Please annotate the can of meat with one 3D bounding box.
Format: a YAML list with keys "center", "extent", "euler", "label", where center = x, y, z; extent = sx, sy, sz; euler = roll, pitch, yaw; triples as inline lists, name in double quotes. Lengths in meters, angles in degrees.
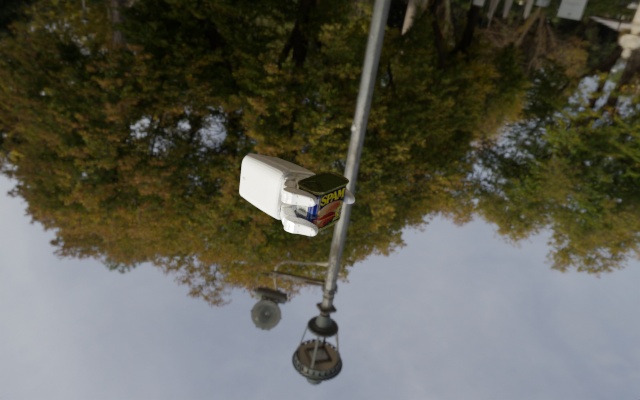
- center: [0.000, 0.003, 0.864]
  extent: [0.057, 0.084, 0.102]
  euler: [26, 30, 31]
  label: "can of meat"
